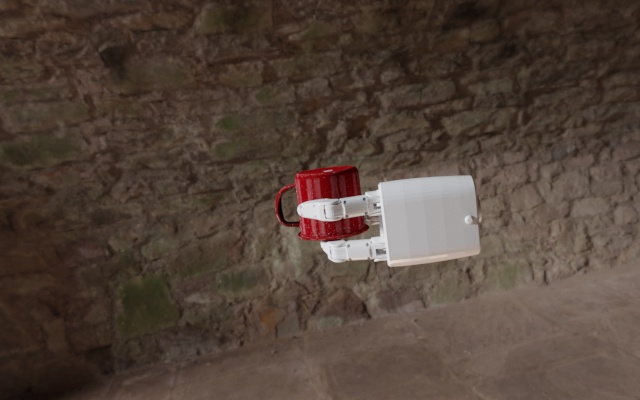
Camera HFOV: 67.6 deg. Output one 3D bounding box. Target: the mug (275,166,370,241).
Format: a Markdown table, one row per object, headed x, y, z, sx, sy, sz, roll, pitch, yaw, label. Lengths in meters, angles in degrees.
| x | y | z | sx | sy | sz | roll | pitch | yaw | label |
| --- | --- | --- | --- | --- | --- | --- | --- | --- | --- |
| -0.001 | 0.002 | 0.611 | 0.117 | 0.081 | 0.093 | -6 | 8 | 4 | mug |
